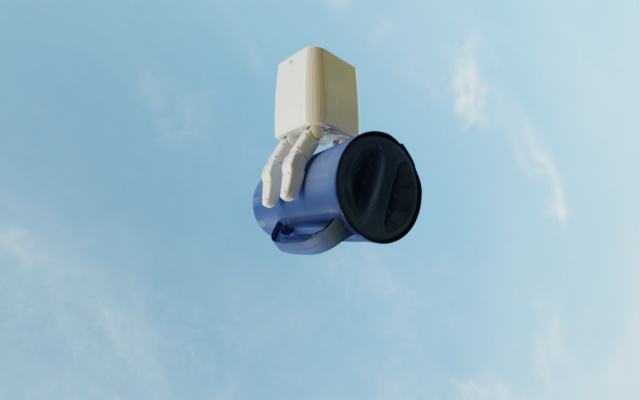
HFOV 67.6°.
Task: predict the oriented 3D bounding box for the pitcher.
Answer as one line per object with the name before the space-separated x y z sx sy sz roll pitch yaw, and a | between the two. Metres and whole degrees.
pitcher | 0.000 0.002 0.642 0.149 0.145 0.243 5 -9 -34
